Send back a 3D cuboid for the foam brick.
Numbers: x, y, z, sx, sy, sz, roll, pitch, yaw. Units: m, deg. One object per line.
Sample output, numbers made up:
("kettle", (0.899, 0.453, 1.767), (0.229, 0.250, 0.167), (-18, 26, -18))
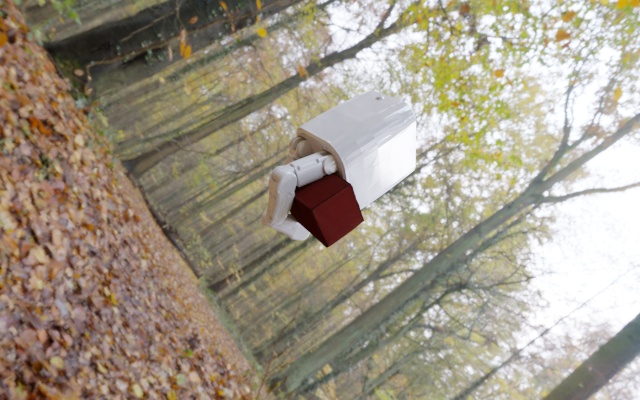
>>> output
("foam brick", (0.000, 0.002, 0.506), (0.051, 0.053, 0.078), (-32, 36, -16))
